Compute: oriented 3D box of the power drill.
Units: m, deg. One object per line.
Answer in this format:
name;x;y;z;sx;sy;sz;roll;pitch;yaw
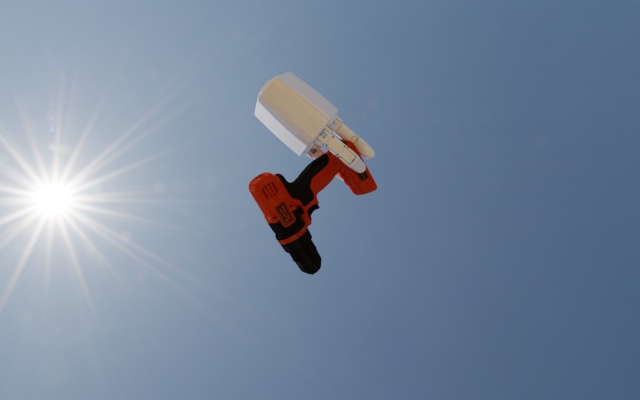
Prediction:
power drill;0.000;0.002;0.774;0.187;0.184;0.057;-36;19;-20
